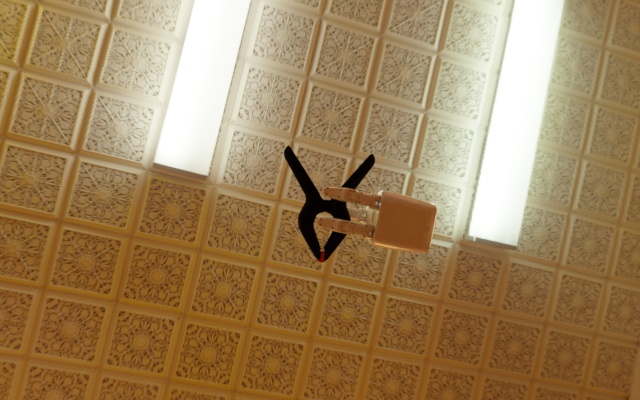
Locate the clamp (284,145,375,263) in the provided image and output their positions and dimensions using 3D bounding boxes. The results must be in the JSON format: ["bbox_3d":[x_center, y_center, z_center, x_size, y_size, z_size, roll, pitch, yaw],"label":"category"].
[{"bbox_3d":[0.000,0.003,0.856,0.164,0.210,0.036,12,-2,-4],"label":"clamp"}]
